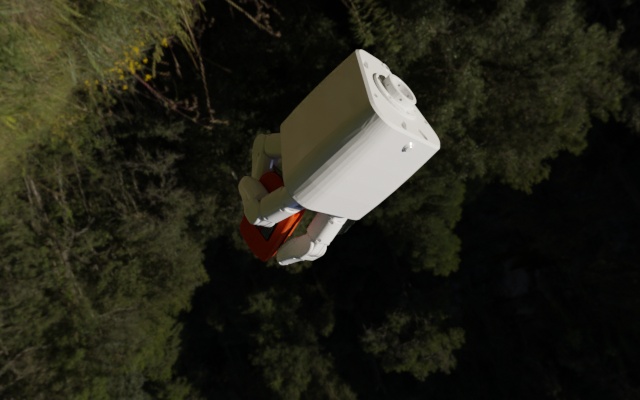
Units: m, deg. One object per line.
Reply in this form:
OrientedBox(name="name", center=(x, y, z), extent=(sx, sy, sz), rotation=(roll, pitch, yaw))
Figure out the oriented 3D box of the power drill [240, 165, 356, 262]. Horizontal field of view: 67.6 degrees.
OrientedBox(name="power drill", center=(0.000, 0.002, 0.556), extent=(0.187, 0.057, 0.184), rotation=(-24, -26, -41))
